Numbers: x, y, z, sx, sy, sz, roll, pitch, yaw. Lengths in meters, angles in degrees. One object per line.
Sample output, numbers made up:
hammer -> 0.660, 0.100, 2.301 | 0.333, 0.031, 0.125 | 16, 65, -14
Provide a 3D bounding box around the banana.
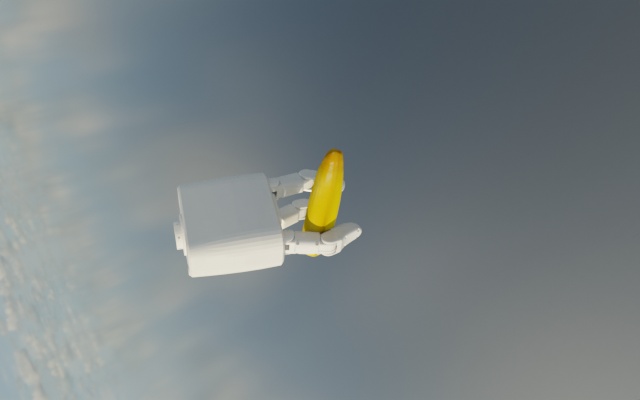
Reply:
banana -> -0.001, 0.019, 0.588 | 0.037, 0.069, 0.198 | 6, -32, -4
